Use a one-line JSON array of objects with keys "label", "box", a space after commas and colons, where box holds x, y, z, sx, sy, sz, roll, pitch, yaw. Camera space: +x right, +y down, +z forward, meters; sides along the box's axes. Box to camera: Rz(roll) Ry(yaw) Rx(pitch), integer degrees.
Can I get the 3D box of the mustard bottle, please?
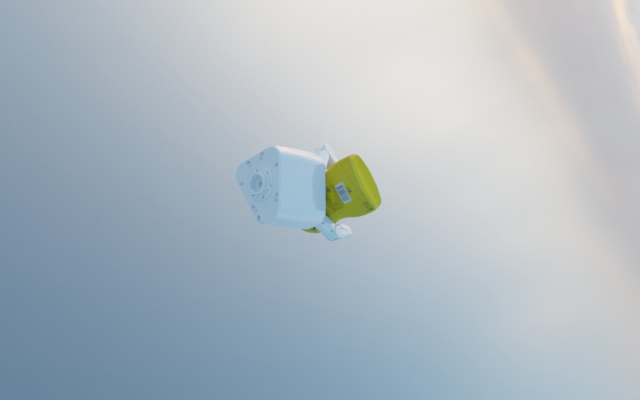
[{"label": "mustard bottle", "box": [0.001, 0.002, 0.798, 0.192, 0.096, 0.058, -25, 6, 32]}]
